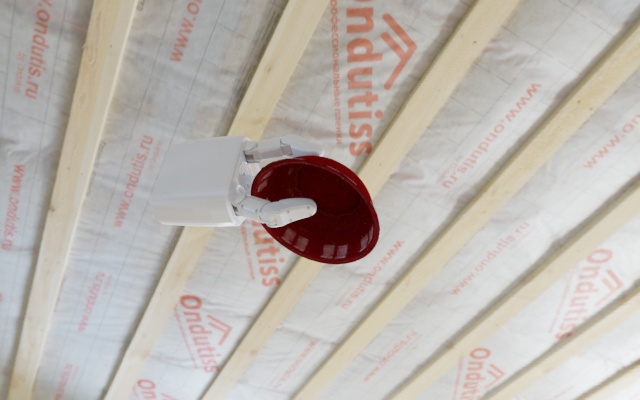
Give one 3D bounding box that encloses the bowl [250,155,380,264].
[{"bbox_3d":[0.002,0.002,0.574,0.162,0.162,0.055,0,39,28],"label":"bowl"}]
